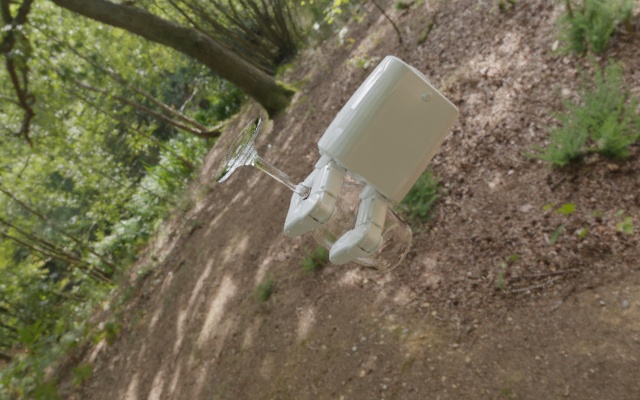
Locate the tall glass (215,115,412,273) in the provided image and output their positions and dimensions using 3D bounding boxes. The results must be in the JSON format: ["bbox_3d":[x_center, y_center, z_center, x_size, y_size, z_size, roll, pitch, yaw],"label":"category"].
[{"bbox_3d":[-0.001,0.001,0.482,0.201,0.079,0.079,33,-14,-22],"label":"tall glass"}]
